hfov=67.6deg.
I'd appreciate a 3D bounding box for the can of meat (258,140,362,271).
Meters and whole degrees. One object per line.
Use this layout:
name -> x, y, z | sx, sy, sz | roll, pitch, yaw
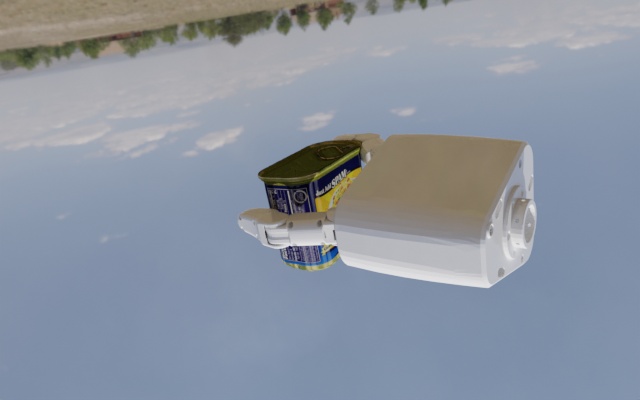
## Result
can of meat -> 0.000, 0.002, 0.420 | 0.057, 0.084, 0.102 | 4, 25, 34
